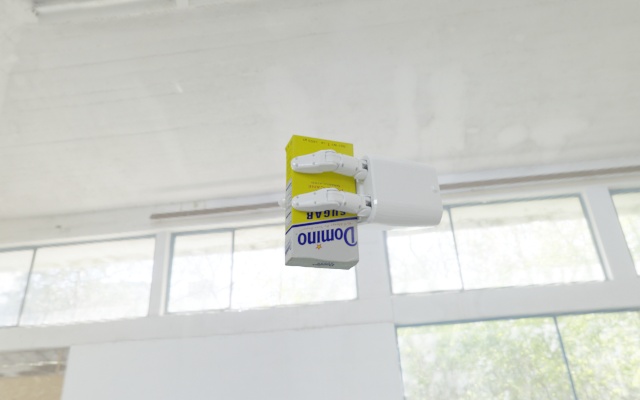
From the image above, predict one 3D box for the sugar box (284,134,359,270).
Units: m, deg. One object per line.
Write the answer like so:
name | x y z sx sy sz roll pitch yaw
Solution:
sugar box | 0.000 0.002 0.644 0.093 0.176 0.048 6 -26 -18
